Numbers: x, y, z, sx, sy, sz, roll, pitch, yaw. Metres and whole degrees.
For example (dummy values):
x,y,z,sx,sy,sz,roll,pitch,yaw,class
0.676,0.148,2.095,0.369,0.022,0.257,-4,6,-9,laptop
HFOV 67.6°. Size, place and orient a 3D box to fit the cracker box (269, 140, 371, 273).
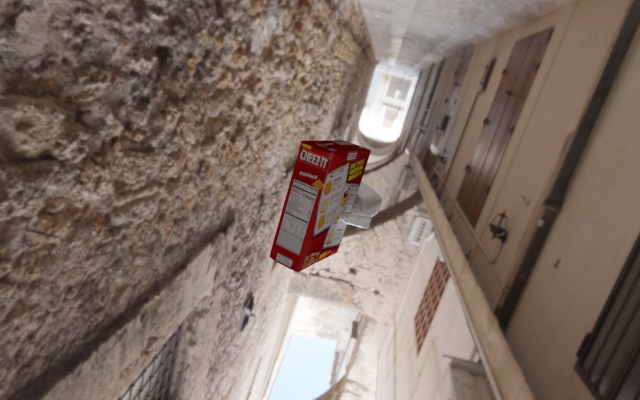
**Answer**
x,y,z,sx,sy,sz,roll,pitch,yaw,class
0.000,0.003,0.846,0.072,0.214,0.164,23,16,23,cracker box
